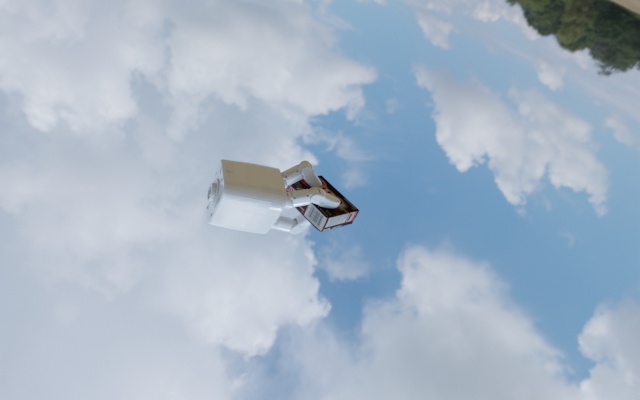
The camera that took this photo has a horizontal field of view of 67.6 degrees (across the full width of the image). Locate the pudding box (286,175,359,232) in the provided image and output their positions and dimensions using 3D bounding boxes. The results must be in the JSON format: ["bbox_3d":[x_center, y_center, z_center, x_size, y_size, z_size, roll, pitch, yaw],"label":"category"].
[{"bbox_3d":[0.000,0.003,0.865,0.090,0.039,0.113,-12,49,-46],"label":"pudding box"}]
